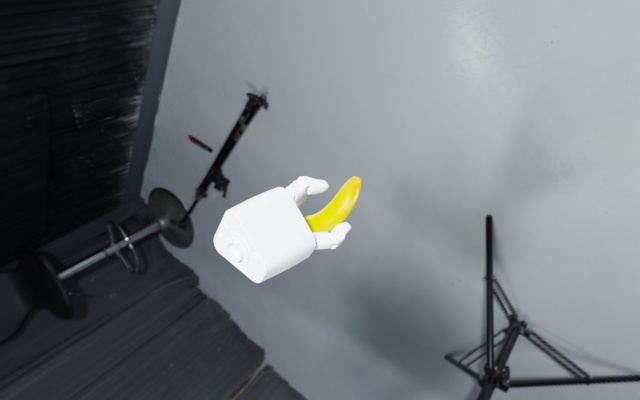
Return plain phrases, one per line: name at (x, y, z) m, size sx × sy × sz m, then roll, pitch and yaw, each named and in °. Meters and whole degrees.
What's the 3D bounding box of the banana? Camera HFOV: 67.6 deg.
banana at (0.004, 0.021, 0.812) m, size 0.037 × 0.069 × 0.198 m, roll -15°, pitch -6°, yaw -44°
